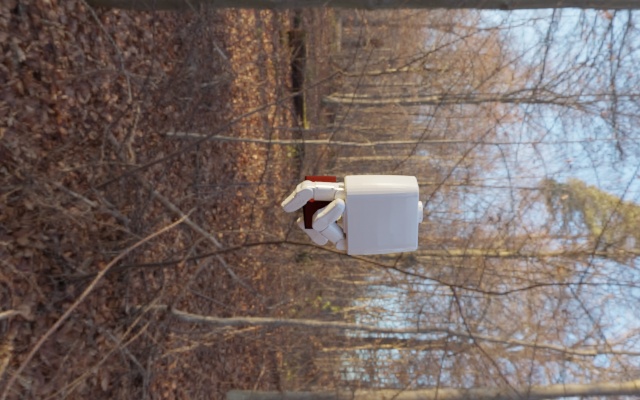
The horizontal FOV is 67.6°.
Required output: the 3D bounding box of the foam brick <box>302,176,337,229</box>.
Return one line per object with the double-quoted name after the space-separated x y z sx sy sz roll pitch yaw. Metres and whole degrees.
0.000 0.002 0.756 0.051 0.053 0.078 -2 36 3 "foam brick"
